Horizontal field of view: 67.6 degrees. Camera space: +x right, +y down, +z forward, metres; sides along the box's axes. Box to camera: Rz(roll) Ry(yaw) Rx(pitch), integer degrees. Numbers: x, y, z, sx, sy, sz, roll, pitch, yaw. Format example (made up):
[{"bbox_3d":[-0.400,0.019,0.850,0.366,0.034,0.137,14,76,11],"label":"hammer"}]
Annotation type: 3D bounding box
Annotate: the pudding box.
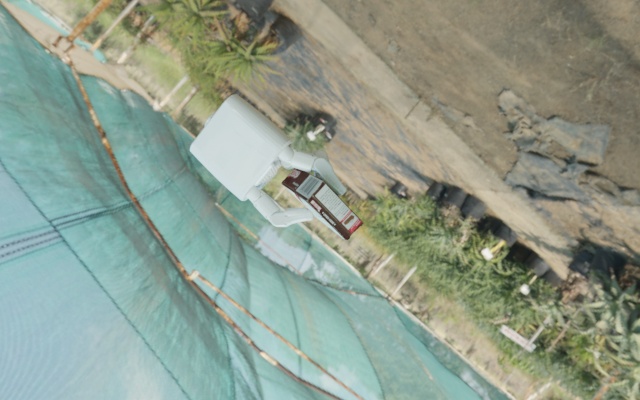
[{"bbox_3d":[0.000,0.002,0.679,0.090,0.039,0.113,44,-4,-26],"label":"pudding box"}]
